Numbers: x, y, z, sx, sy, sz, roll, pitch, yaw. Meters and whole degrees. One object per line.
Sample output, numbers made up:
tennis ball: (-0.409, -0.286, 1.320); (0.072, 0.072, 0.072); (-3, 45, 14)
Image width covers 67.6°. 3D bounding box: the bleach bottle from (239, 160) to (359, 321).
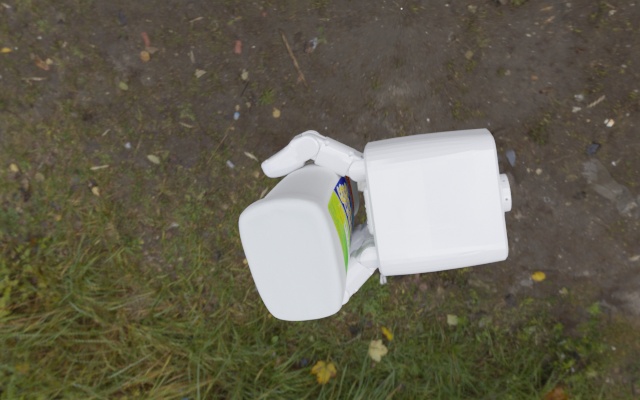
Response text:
bleach bottle: (0.000, 0.002, 0.452); (0.068, 0.103, 0.250); (-9, 20, 13)
